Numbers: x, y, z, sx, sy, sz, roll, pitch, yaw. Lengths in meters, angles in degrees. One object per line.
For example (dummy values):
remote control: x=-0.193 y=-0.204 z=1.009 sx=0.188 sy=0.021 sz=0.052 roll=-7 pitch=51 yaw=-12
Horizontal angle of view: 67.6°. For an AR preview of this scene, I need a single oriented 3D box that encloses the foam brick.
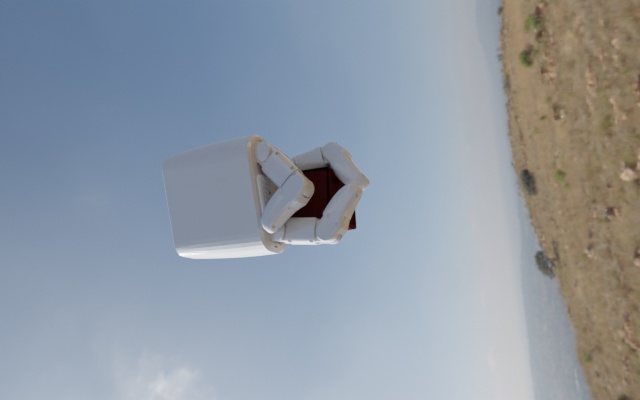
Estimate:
foam brick: x=0.000 y=0.002 z=0.499 sx=0.051 sy=0.053 sz=0.078 roll=-8 pitch=-16 yaw=21
